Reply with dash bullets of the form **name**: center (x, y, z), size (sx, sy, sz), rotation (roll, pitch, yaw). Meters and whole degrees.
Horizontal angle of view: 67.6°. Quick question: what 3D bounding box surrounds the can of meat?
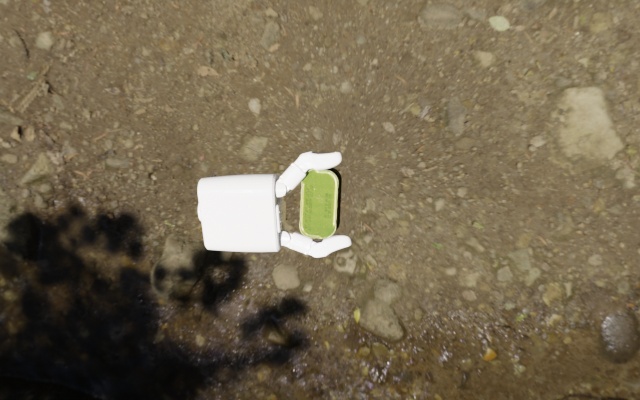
- **can of meat**: center (0.000, 0.002, 0.693), size (0.057, 0.102, 0.084), rotation (3, 4, 4)
